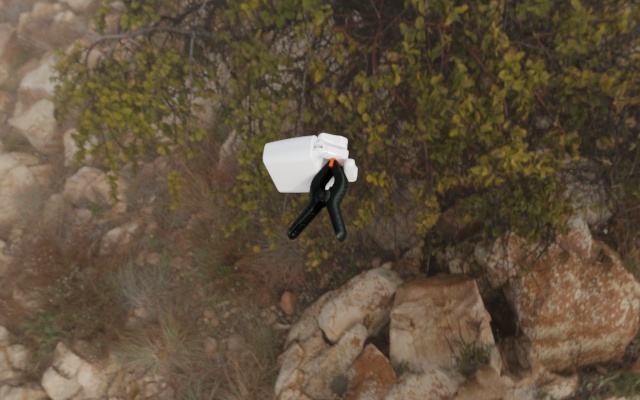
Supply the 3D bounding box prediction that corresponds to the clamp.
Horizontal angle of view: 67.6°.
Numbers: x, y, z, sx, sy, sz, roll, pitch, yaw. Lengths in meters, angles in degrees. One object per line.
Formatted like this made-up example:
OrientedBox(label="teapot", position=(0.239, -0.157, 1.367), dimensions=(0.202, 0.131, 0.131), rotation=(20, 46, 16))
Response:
OrientedBox(label="clamp", position=(0.000, 0.002, 0.883), dimensions=(0.120, 0.171, 0.039), rotation=(-5, -32, 23))
